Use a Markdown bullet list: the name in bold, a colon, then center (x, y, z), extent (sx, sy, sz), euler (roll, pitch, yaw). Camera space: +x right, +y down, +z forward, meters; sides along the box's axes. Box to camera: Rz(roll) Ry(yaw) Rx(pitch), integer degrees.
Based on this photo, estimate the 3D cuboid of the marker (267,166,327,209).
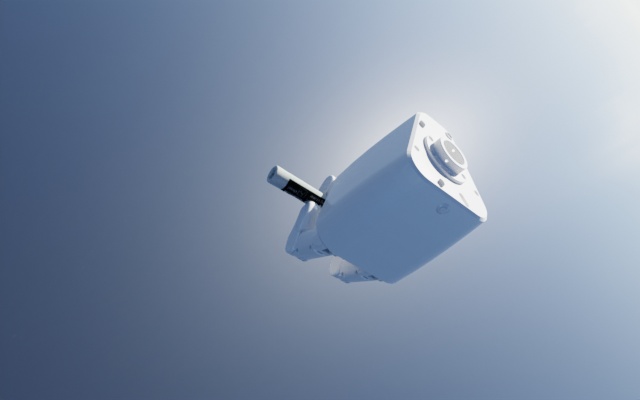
- **marker**: center (0.000, 0.002, 0.486), extent (0.121, 0.020, 0.020), euler (31, -14, -26)
